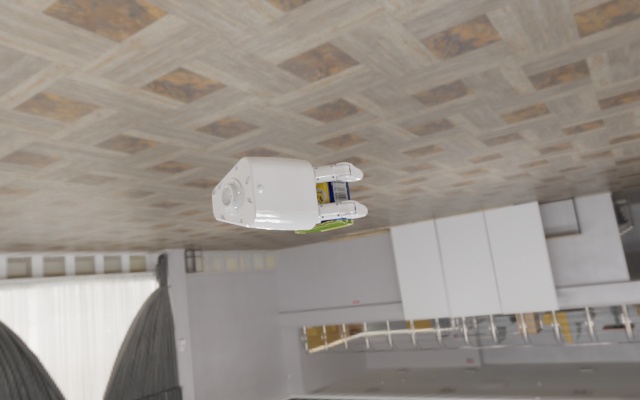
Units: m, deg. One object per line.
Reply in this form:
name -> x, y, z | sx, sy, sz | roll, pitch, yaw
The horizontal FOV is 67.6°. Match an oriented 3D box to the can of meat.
can of meat -> 0.000, 0.003, 0.733 | 0.102, 0.084, 0.057 | -16, -14, 43
